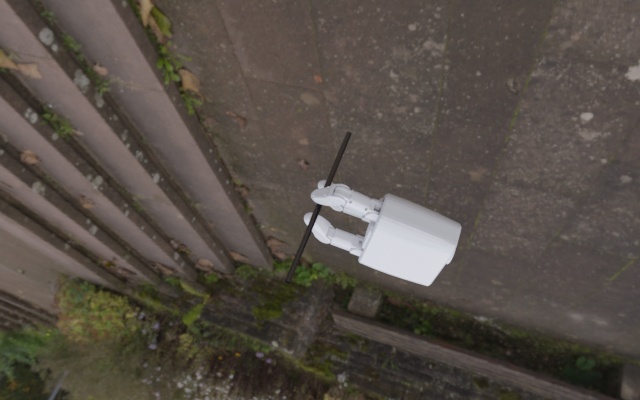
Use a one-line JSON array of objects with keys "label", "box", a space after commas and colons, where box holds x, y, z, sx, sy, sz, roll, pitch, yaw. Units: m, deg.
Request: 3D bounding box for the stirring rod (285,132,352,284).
[{"label": "stirring rod", "box": [0.000, 0.002, 0.653, 0.011, 0.239, 0.011, 19, -25, 9]}]
